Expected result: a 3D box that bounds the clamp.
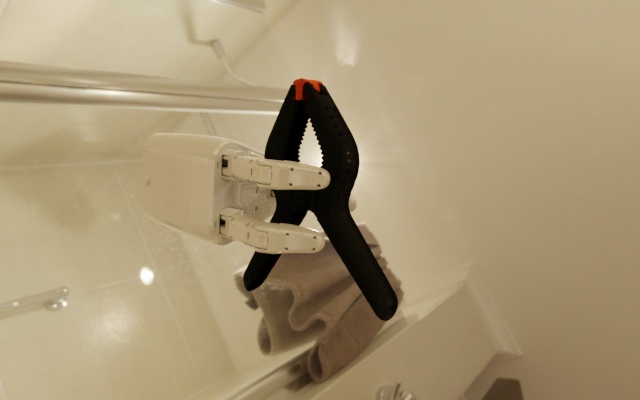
[{"bbox_3d":[0.000,0.001,0.423,0.164,0.210,0.036,12,14,31],"label":"clamp"}]
